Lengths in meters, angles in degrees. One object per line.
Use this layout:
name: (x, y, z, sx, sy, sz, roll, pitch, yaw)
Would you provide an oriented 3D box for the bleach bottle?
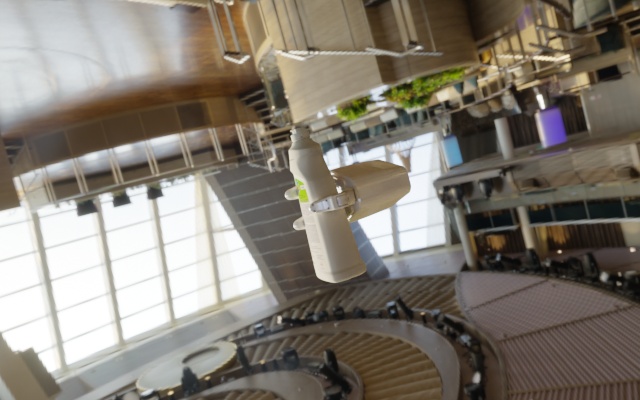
bleach bottle: (0.000, 0.003, 0.782, 0.068, 0.251, 0.102, -17, 4, -21)
